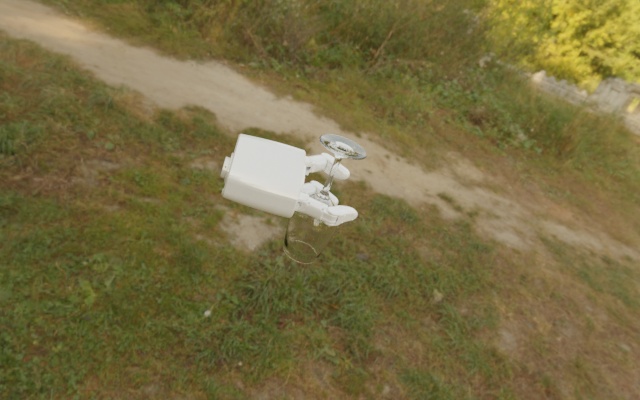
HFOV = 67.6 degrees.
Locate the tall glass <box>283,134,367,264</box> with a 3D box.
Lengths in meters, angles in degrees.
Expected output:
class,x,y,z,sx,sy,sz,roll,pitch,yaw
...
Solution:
class,x,y,z,sx,sy,sz,roll,pitch,yaw
tall glass,0.000,0.002,0.742,0.079,0.201,0.079,17,28,-9
